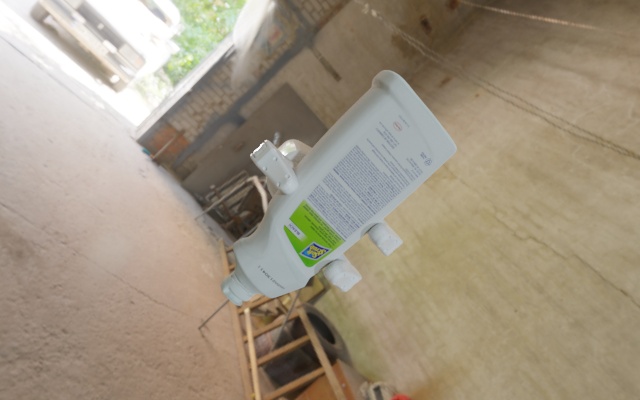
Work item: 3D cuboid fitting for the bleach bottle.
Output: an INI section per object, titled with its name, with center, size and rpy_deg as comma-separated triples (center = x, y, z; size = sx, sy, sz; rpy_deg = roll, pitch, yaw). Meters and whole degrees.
[bleach bottle]
center = 0.000, 0.002, 0.448
size = 0.251, 0.102, 0.068
rpy_deg = -42, 16, 6
